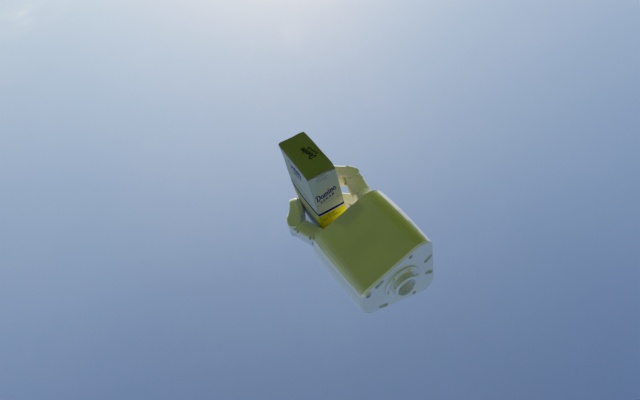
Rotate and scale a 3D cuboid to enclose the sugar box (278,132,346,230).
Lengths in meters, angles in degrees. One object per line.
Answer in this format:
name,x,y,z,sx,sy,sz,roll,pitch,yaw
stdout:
sugar box,0.001,0.002,0.651,0.048,0.176,0.093,-26,45,-12
